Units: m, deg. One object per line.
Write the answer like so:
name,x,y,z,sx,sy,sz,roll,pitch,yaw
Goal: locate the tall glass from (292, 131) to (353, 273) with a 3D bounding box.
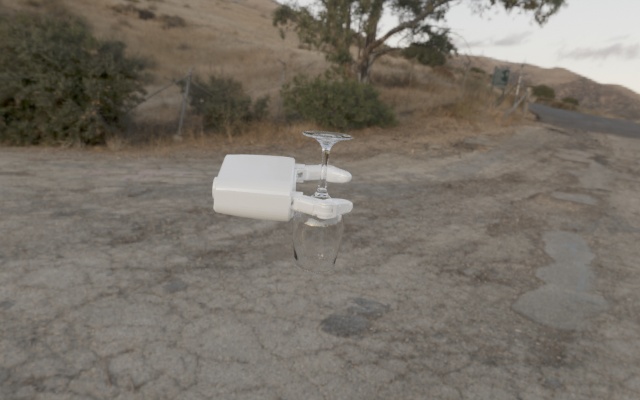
tall glass,0.000,0.002,0.704,0.079,0.201,0.079,5,14,-1
